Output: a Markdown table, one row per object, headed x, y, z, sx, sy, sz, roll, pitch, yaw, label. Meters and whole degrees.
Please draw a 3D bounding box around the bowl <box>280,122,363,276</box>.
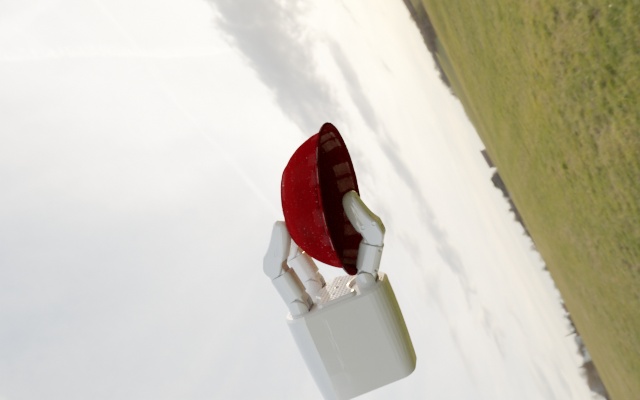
| x | y | z | sx | sy | sz | roll | pitch | yaw | label |
| --- | --- | --- | --- | --- | --- | --- | --- | --- | --- |
| -0.001 | 0.000 | 0.506 | 0.055 | 0.162 | 0.162 | -9 | -3 | 17 | bowl |
